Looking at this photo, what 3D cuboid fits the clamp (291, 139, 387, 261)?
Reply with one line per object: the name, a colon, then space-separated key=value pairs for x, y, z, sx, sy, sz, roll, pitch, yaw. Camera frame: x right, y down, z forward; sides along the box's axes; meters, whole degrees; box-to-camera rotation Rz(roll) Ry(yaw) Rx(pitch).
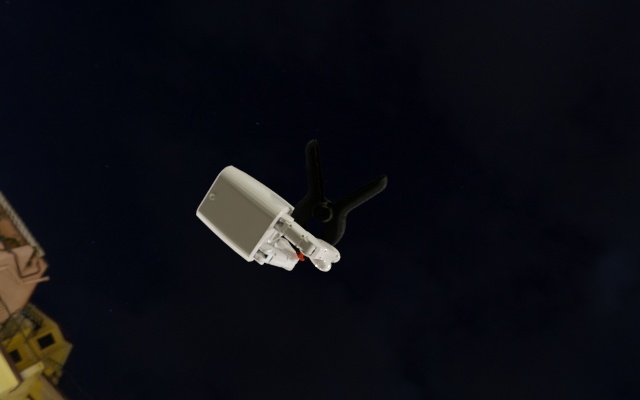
clamp: x=0.000 y=0.002 z=0.672 sx=0.120 sy=0.171 sz=0.039 roll=38 pitch=17 yaw=8
